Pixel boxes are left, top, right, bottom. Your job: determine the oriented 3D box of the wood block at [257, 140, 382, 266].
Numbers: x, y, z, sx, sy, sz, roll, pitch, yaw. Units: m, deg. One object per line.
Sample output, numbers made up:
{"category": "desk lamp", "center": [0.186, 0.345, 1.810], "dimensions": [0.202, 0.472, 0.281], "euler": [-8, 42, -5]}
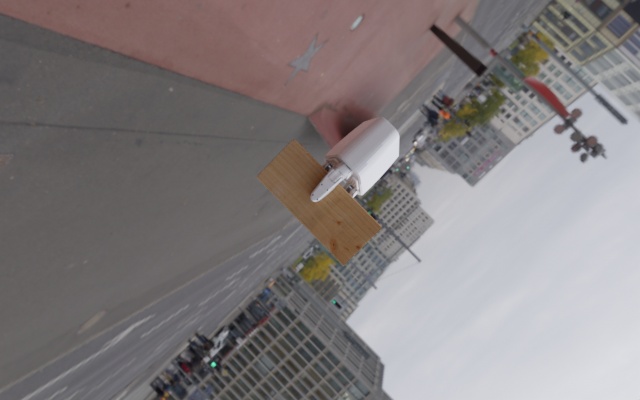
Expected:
{"category": "wood block", "center": [0.000, 0.002, 0.820], "dimensions": [0.090, 0.206, 0.091], "euler": [-45, -4, 4]}
